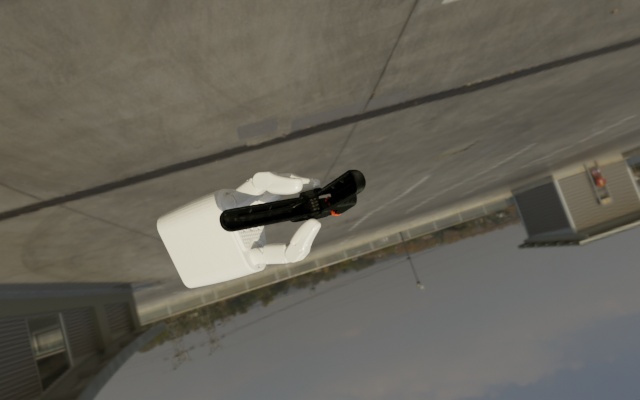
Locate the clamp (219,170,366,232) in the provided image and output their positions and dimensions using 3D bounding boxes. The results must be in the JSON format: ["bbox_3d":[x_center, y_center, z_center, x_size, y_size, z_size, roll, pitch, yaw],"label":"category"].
[{"bbox_3d":[0.000,0.003,0.579,0.164,0.036,0.210,-17,-7,22],"label":"clamp"}]
